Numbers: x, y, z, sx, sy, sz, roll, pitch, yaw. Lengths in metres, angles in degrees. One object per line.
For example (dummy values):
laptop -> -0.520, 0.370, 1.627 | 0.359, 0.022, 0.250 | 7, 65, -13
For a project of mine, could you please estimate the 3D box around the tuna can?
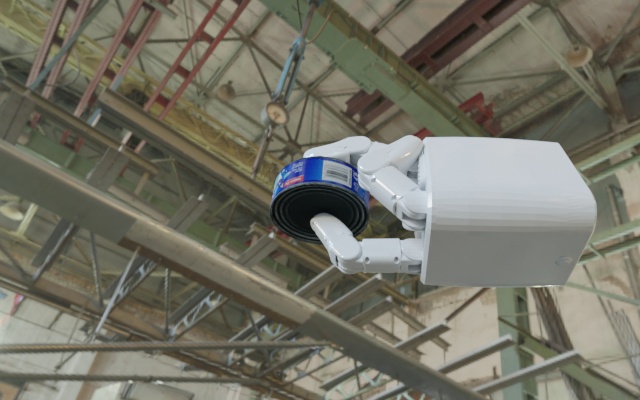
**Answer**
tuna can -> 0.000, 0.001, 0.418 | 0.086, 0.033, 0.086 | 3, -39, 2
